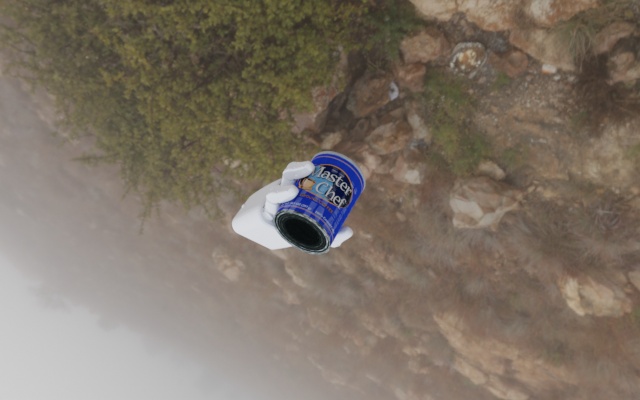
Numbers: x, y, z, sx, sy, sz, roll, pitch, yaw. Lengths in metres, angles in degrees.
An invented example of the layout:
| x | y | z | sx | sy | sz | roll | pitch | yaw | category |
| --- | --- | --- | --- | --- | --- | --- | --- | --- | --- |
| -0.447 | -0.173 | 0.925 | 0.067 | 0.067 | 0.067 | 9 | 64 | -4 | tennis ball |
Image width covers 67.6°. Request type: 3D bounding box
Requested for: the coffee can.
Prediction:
| x | y | z | sx | sy | sz | roll | pitch | yaw | category |
| --- | --- | --- | --- | --- | --- | --- | --- | --- | --- |
| 0.000 | 0.002 | 0.782 | 0.103 | 0.140 | 0.103 | 21 | -36 | 16 | coffee can |
